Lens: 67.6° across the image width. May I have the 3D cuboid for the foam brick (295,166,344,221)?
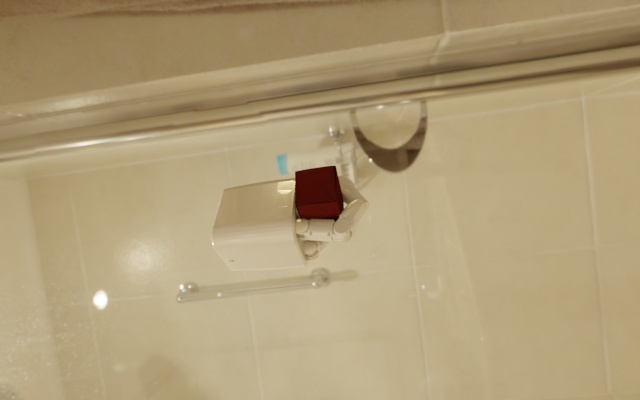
[{"bbox_3d":[0.000,0.002,0.595,0.051,0.053,0.078,-6,-34,7],"label":"foam brick"}]
